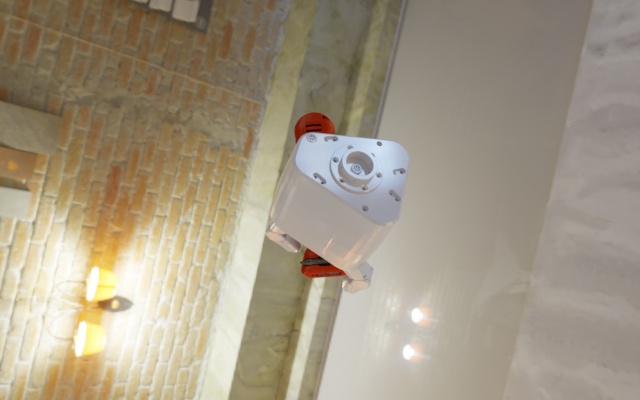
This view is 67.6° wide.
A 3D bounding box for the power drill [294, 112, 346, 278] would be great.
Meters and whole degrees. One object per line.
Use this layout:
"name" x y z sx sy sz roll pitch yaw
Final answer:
"power drill" 0.000 0.002 0.604 0.057 0.187 0.184 -6 -11 3
